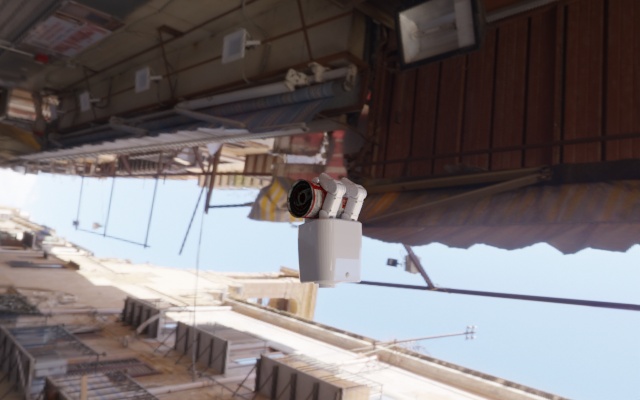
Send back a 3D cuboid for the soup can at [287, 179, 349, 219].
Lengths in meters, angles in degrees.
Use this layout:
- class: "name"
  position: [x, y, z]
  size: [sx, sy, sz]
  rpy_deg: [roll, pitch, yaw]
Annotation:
- class: "soup can"
  position: [0.000, 0.002, 0.853]
  size: [0.102, 0.068, 0.068]
  rpy_deg: [9, -7, -43]
